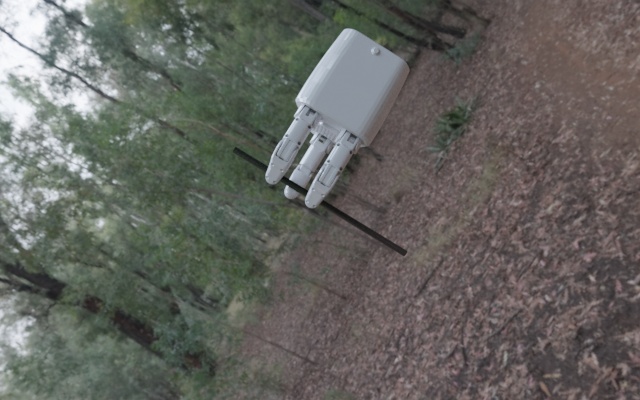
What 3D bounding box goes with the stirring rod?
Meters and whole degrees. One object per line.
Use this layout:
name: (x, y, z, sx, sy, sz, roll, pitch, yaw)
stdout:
stirring rod: (0.000, 0.002, 0.573, 0.239, 0.011, 0.011, 31, -1, -2)
